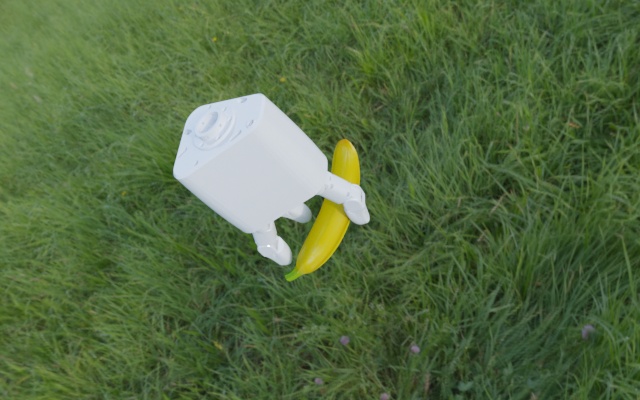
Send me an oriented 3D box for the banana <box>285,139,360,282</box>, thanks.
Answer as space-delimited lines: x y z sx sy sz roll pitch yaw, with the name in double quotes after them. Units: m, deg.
0.012 0.006 0.576 0.069 0.197 0.037 5 -26 45 "banana"
